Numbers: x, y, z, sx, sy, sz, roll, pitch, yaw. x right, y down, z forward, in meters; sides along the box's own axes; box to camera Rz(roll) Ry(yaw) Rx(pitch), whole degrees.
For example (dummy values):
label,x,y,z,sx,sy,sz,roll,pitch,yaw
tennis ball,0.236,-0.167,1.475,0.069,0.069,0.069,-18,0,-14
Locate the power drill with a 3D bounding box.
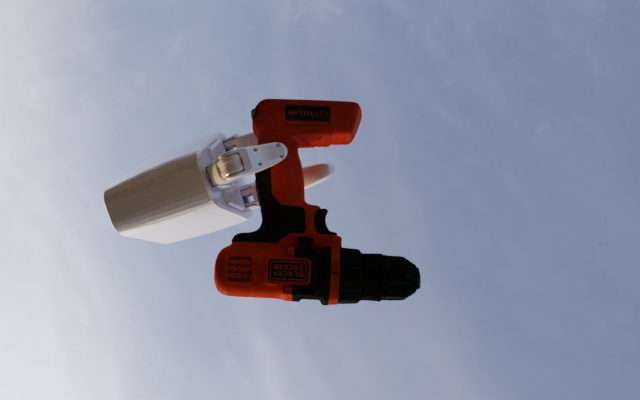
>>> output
label,x,y,z,sx,sy,sz,roll,pitch,yaw
power drill,0.000,0.001,0.445,0.184,0.187,0.057,3,-16,-3
